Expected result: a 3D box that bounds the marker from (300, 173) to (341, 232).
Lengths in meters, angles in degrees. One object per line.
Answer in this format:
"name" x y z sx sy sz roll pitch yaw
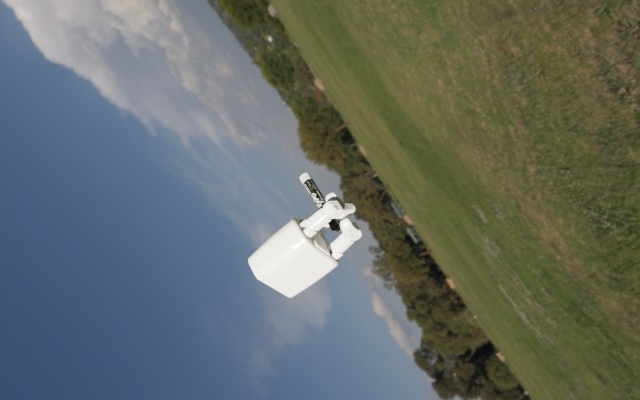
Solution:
"marker" 0.000 0.003 0.781 0.020 0.121 0.020 -23 -32 -15
